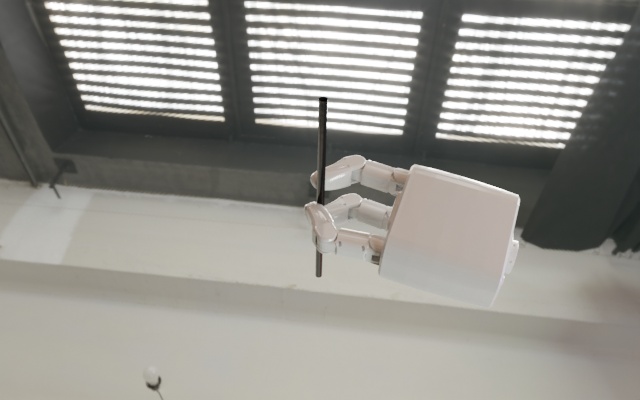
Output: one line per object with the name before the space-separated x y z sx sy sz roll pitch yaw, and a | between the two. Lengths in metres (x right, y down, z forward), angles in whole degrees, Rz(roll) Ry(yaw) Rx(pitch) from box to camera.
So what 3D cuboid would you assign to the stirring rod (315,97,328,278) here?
stirring rod | 0.000 0.002 0.486 0.011 0.240 0.011 1 44 -1
